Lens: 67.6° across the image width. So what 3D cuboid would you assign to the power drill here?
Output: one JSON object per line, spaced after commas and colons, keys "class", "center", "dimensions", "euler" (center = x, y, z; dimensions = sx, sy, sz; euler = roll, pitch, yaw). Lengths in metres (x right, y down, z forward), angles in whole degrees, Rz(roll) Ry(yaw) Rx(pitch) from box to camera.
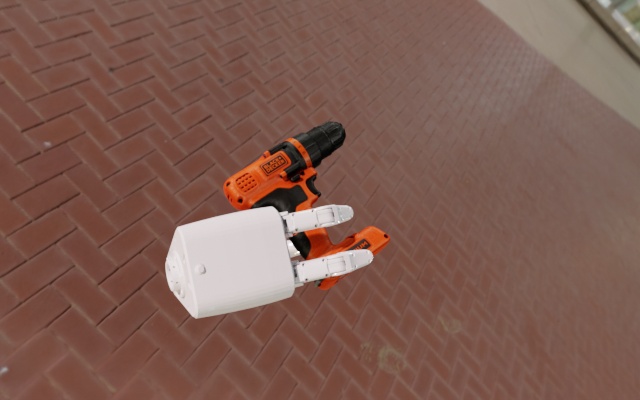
{"class": "power drill", "center": [0.000, 0.002, 0.605], "dimensions": [0.184, 0.187, 0.057], "euler": [-35, -14, -19]}
